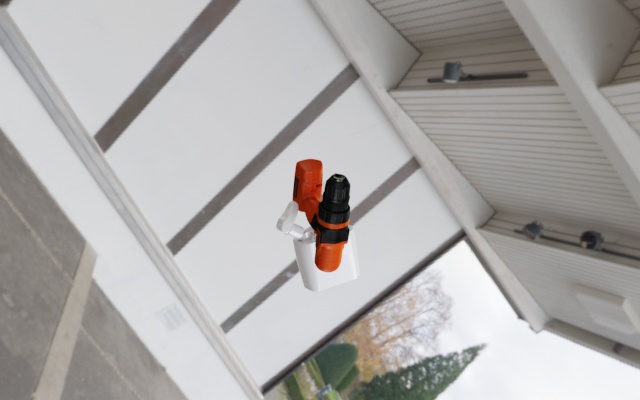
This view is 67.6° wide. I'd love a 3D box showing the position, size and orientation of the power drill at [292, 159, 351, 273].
[{"bbox_3d":[0.000,0.003,0.828,0.057,0.184,0.187,-2,33,-16],"label":"power drill"}]
